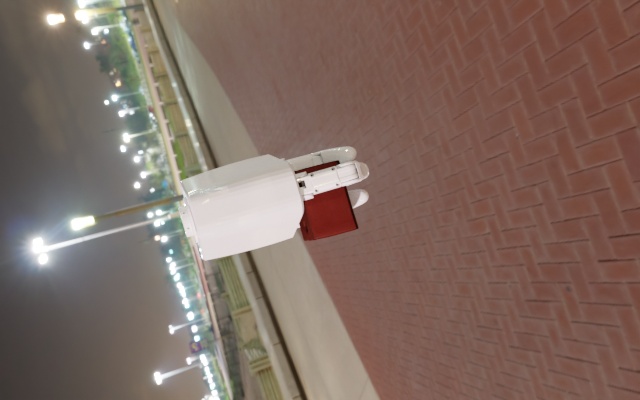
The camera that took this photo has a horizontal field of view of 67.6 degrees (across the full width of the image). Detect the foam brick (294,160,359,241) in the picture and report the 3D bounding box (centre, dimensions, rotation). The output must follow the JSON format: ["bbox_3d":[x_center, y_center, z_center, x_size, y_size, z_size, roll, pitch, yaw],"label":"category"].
[{"bbox_3d":[0.000,0.002,0.525,0.051,0.078,0.053,-16,0,-17],"label":"foam brick"}]
